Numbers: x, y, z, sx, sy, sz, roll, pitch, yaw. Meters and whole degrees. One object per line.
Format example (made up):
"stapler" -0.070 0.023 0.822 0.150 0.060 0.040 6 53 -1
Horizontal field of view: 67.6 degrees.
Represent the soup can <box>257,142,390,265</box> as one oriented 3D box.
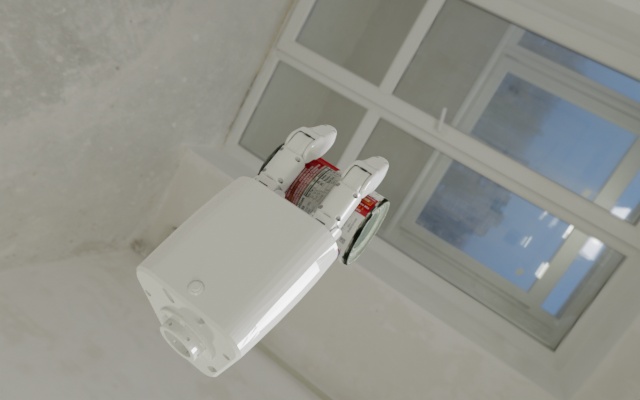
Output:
"soup can" 0.001 0.001 0.417 0.102 0.068 0.068 33 10 16
